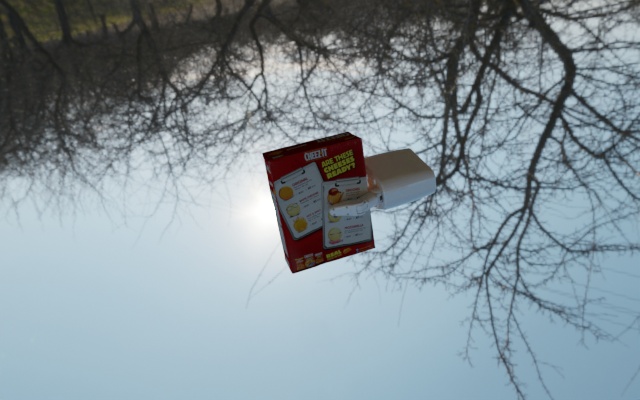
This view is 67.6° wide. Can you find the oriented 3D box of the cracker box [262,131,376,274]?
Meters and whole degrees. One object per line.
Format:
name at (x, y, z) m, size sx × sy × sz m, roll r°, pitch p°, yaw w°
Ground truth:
cracker box at (0.000, 0.003, 0.842) m, size 0.164 × 0.214 × 0.072 m, roll -16°, pitch 23°, yaw -14°
